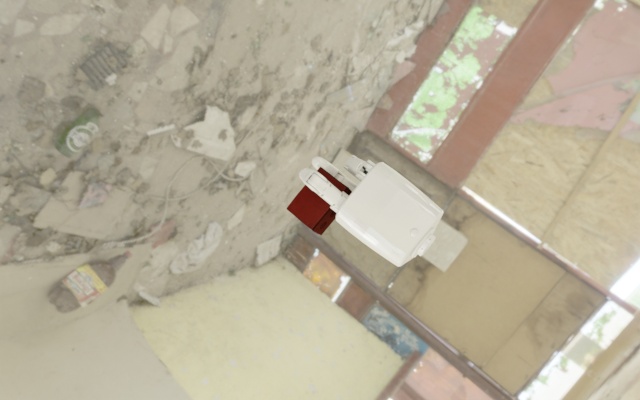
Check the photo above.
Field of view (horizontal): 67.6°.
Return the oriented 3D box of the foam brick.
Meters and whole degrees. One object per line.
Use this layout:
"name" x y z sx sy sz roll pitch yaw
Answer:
"foam brick" 0.000 0.002 0.669 0.051 0.078 0.053 39 0 16
